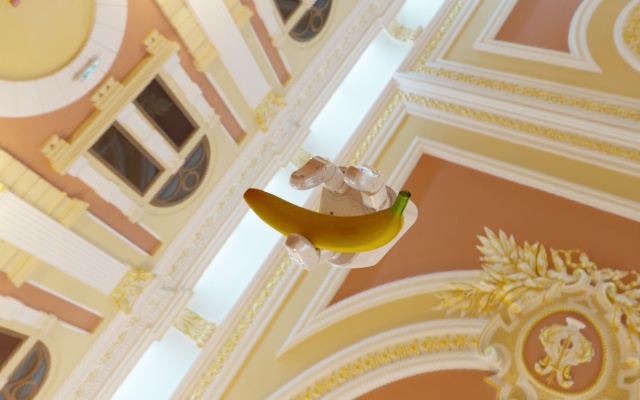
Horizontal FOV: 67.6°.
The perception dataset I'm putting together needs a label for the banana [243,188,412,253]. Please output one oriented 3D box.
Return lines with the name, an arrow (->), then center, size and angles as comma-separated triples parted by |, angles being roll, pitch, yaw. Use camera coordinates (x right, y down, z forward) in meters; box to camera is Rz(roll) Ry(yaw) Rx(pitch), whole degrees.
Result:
banana -> 0.005, 0.020, 0.494 | 0.198, 0.070, 0.037 | 1, 15, 31
